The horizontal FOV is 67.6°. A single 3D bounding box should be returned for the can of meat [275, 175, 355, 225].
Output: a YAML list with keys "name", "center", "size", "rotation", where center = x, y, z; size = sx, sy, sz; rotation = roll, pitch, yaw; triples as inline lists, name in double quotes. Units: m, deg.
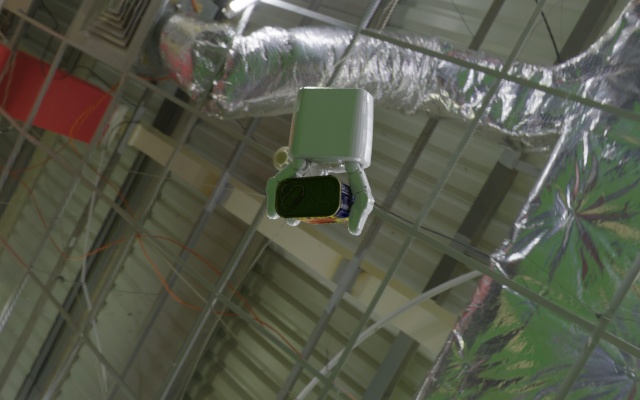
- name: "can of meat"
  center: [0.000, 0.002, 0.685]
  size: [0.102, 0.057, 0.084]
  rotation: [-3, -12, 28]
